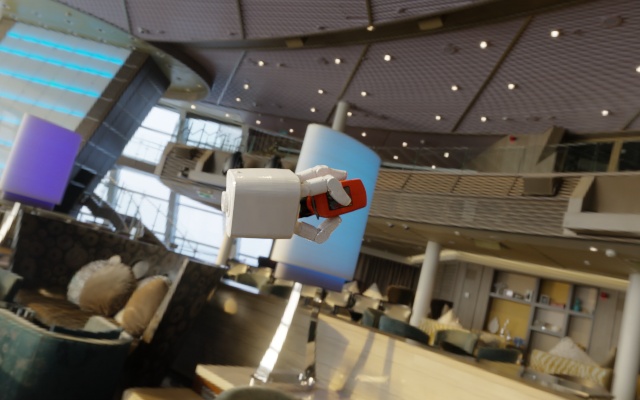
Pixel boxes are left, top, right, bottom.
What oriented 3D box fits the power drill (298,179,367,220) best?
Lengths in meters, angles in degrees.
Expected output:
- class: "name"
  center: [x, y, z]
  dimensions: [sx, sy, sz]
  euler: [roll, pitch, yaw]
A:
- class: "power drill"
  center: [0.000, 0.003, 0.887]
  dimensions: [0.184, 0.057, 0.187]
  euler: [-15, 1, -34]
